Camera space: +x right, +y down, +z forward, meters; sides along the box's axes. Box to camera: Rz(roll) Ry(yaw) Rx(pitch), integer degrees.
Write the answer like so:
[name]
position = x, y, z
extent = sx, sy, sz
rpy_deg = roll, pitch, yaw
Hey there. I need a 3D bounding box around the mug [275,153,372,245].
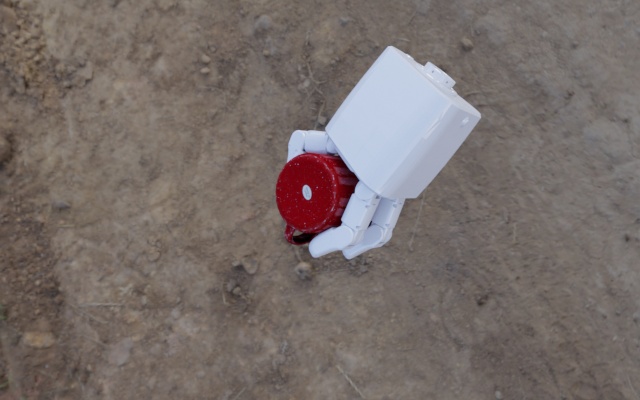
[mug]
position = -0.001, 0.003, 0.513
extent = 0.093, 0.117, 0.081
rpy_deg = 48, 25, 26
